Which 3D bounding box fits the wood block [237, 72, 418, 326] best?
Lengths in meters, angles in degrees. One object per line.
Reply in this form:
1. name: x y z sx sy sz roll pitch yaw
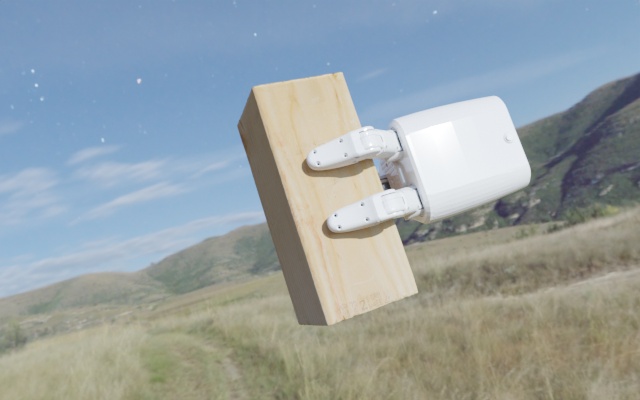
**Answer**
1. wood block: 0.000 0.001 0.442 0.090 0.206 0.091 -15 -8 -21
